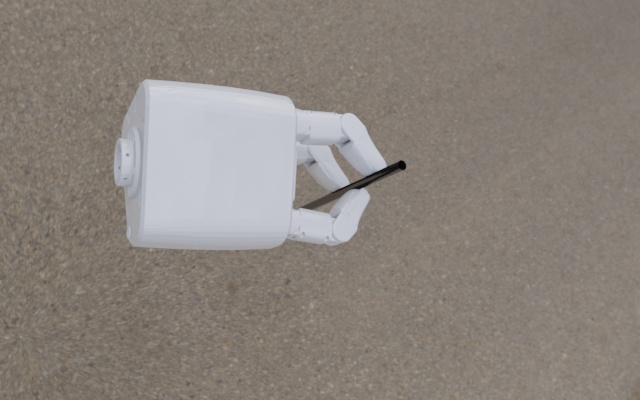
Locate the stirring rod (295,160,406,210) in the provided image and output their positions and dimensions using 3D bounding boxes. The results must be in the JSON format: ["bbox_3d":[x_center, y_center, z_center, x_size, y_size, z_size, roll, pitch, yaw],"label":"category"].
[{"bbox_3d":[0.000,0.002,0.462,0.011,0.011,0.239,0,-14,-32],"label":"stirring rod"}]
